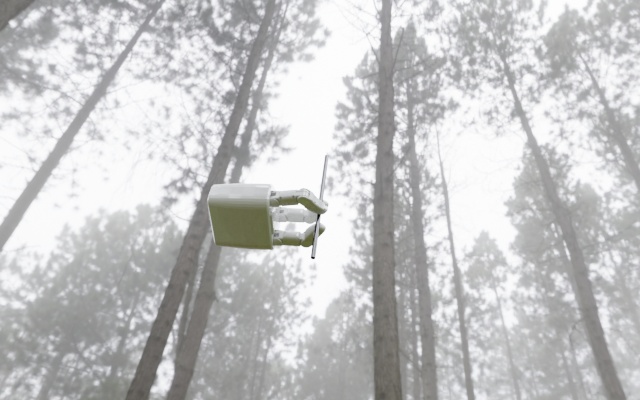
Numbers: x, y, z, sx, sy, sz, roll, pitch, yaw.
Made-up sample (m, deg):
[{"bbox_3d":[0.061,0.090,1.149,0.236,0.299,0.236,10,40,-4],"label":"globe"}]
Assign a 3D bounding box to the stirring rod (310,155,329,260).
[{"bbox_3d":[0.000,0.003,0.828,0.011,0.239,0.011,4,-43,4],"label":"stirring rod"}]
